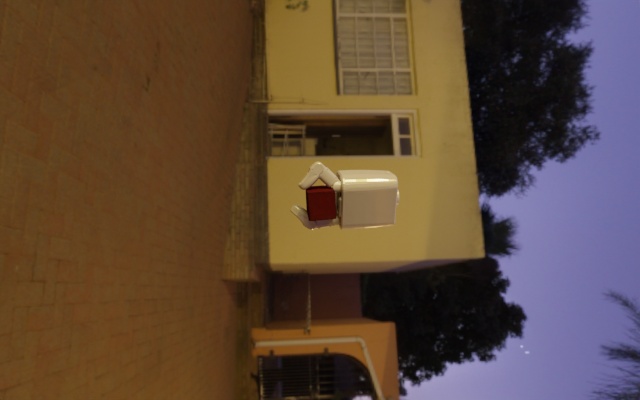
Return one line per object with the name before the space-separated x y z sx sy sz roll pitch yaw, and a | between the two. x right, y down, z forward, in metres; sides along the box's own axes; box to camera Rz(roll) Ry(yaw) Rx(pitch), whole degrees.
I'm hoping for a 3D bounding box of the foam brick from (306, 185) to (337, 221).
foam brick | 0.000 0.003 0.889 0.051 0.053 0.078 -3 12 -4
